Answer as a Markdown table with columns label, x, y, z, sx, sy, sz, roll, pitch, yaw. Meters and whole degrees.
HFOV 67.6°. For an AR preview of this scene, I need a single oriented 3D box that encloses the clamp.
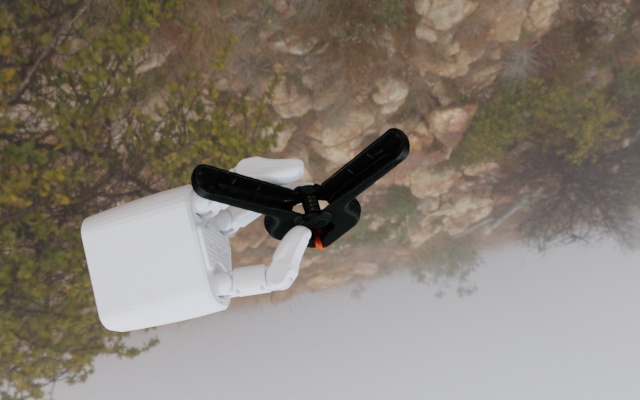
| label | x | y | z | sx | sy | sz | roll | pitch | yaw |
| --- | --- | --- | --- | --- | --- | --- | --- | --- | --- |
| clamp | 0.000 | 0.002 | 0.434 | 0.164 | 0.036 | 0.210 | -12 | -22 | 6 |
